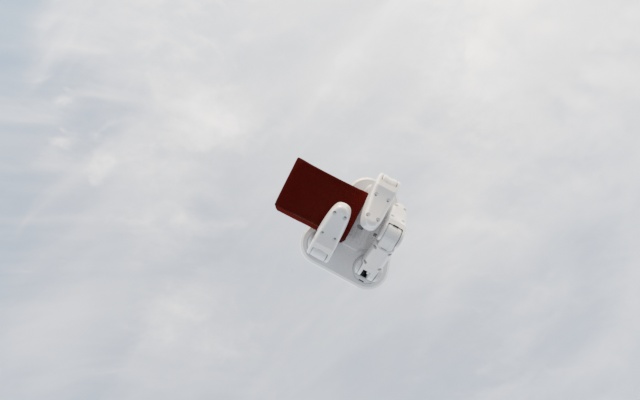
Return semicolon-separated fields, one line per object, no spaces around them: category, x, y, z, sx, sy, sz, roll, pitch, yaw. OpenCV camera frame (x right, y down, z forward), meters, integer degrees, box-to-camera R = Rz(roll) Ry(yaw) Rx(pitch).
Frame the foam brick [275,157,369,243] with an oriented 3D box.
foam brick;0.000;0.001;0.474;0.078;0.053;0.051;28;-7;1
